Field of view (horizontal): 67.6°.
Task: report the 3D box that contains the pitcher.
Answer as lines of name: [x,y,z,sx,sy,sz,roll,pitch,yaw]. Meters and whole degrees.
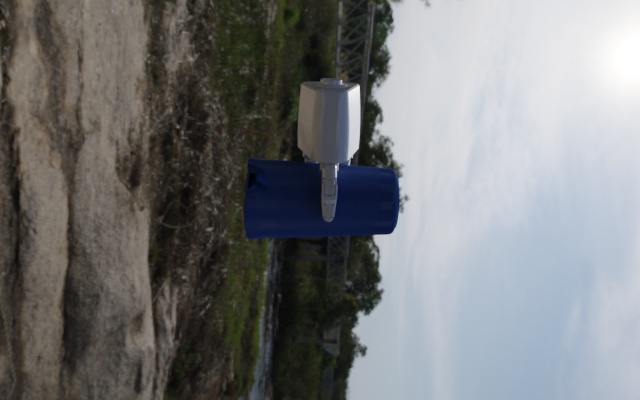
pitcher: [0.000,0.002,0.785,0.243,0.145,0.149,2,22,1]
